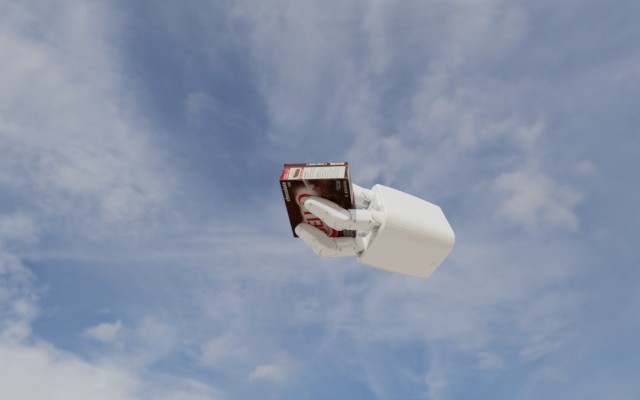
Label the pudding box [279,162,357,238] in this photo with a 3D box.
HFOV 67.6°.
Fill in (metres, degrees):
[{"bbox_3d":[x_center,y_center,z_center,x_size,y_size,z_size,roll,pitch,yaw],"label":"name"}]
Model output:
[{"bbox_3d":[0.000,0.002,0.642,0.090,0.114,0.039,-2,41,10],"label":"pudding box"}]
